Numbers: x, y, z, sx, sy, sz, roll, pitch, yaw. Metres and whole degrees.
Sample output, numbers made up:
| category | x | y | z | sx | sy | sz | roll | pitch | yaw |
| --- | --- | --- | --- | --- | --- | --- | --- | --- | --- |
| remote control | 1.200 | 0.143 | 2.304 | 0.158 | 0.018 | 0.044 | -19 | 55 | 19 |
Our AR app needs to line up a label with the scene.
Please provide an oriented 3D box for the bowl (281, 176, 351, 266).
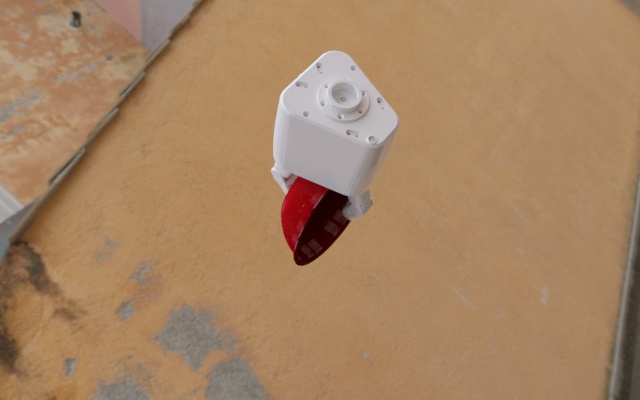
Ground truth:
| category | x | y | z | sx | sy | sz | roll | pitch | yaw |
| --- | --- | --- | --- | --- | --- | --- | --- | --- | --- |
| bowl | 0.000 | 0.003 | 0.605 | 0.055 | 0.162 | 0.162 | 35 | 13 | 19 |
